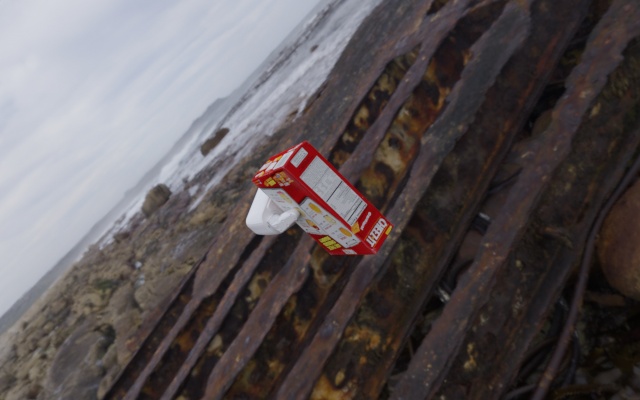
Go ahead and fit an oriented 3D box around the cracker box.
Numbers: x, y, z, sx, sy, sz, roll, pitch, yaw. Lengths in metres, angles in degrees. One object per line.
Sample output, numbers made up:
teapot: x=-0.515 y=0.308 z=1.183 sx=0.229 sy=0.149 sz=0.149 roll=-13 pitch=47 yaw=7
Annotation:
cracker box: x=0.000 y=0.003 z=0.831 sx=0.214 sy=0.072 sz=0.164 roll=43 pitch=-21 yaw=-16
